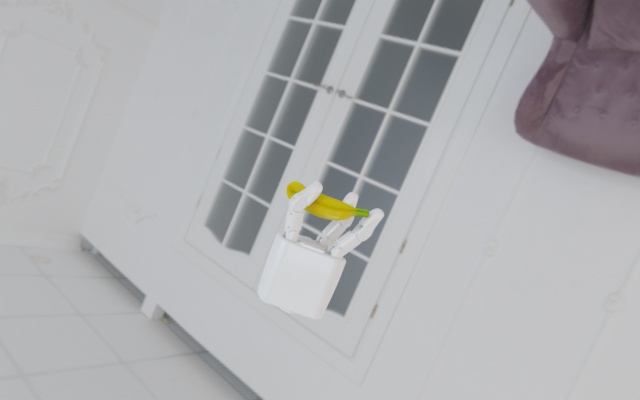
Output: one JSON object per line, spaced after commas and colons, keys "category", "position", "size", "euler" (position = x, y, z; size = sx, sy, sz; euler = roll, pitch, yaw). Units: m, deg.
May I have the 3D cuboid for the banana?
{"category": "banana", "position": [-0.011, 0.000, 0.801], "size": [0.069, 0.037, 0.197], "euler": [13, 8, -43]}
